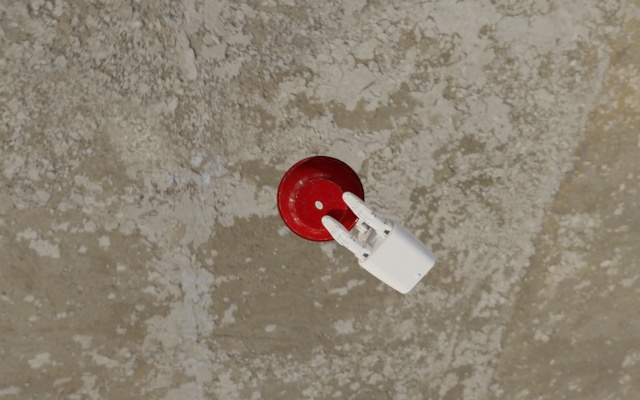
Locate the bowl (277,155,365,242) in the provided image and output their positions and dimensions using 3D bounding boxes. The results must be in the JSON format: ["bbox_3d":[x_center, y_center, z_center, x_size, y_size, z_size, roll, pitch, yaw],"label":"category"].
[{"bbox_3d":[-0.001,0.002,0.848,0.162,0.162,0.055,0,11,1],"label":"bowl"}]
